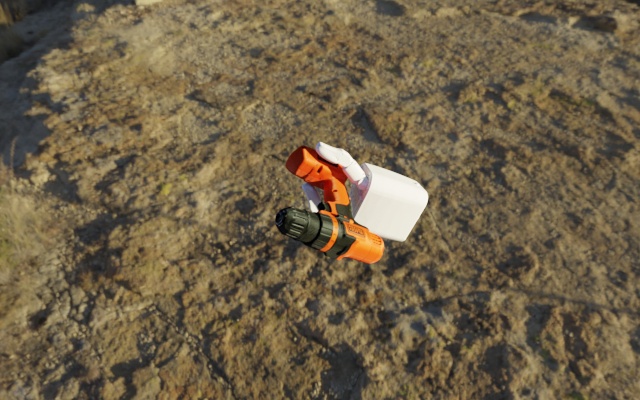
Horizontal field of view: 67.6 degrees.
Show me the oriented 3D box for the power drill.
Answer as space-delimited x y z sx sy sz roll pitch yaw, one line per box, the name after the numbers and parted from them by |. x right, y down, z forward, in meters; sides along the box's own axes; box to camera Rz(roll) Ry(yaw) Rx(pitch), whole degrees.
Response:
0.000 0.002 0.720 0.184 0.187 0.057 23 -54 -35 | power drill
